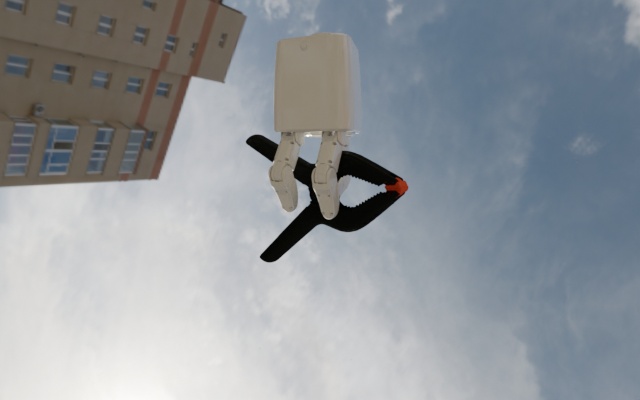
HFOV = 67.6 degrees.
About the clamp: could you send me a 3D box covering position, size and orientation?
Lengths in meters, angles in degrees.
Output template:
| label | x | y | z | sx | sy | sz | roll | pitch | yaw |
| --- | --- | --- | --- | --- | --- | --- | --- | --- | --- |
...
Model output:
| label | x | y | z | sx | sy | sz | roll | pitch | yaw |
| --- | --- | --- | --- | --- | --- | --- | --- | --- | --- |
| clamp | 0.001 | 0.002 | 0.574 | 0.210 | 0.164 | 0.036 | 3 | 9 | 28 |
